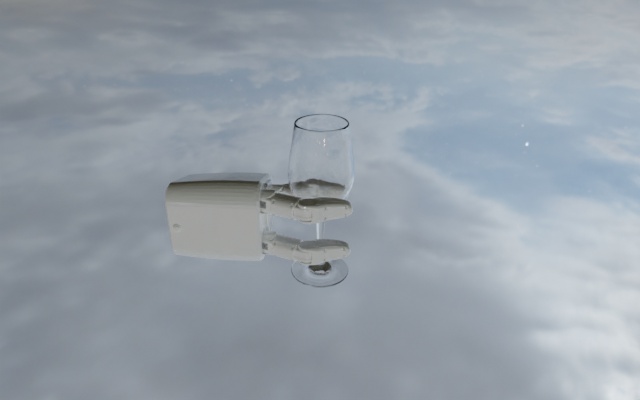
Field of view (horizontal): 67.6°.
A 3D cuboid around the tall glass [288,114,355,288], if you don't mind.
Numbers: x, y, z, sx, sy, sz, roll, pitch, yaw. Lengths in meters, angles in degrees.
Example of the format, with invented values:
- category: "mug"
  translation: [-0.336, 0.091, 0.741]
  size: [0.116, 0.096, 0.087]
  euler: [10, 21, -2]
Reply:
- category: "tall glass"
  translation: [0.000, 0.002, 0.574]
  size: [0.079, 0.201, 0.079]
  euler: [1, 27, 0]
